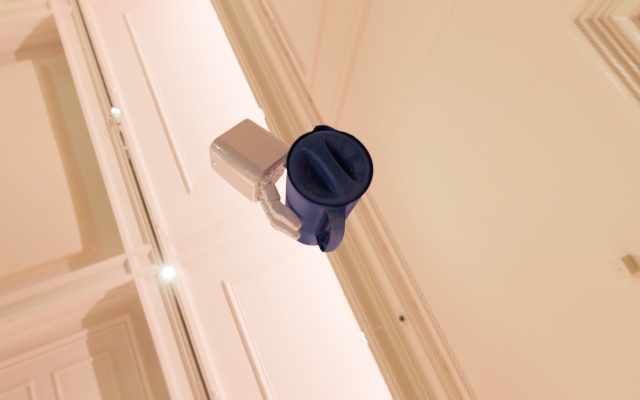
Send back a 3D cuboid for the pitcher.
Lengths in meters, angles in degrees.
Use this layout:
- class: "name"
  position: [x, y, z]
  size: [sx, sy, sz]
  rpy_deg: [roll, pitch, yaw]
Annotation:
- class: "pitcher"
  position: [0.000, 0.003, 0.813]
  size: [0.145, 0.149, 0.243]
  rpy_deg: [36, -24, 8]
